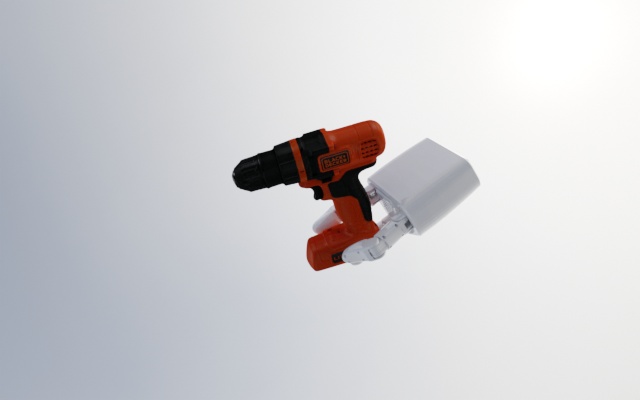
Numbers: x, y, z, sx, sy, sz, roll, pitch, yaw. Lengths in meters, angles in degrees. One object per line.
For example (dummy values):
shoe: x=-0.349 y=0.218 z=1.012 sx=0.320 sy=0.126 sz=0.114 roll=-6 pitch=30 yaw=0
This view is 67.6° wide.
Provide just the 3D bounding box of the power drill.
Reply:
power drill: x=0.000 y=0.002 z=0.599 sx=0.184 sy=0.188 sz=0.057 roll=-16 pitch=39 yaw=-3
